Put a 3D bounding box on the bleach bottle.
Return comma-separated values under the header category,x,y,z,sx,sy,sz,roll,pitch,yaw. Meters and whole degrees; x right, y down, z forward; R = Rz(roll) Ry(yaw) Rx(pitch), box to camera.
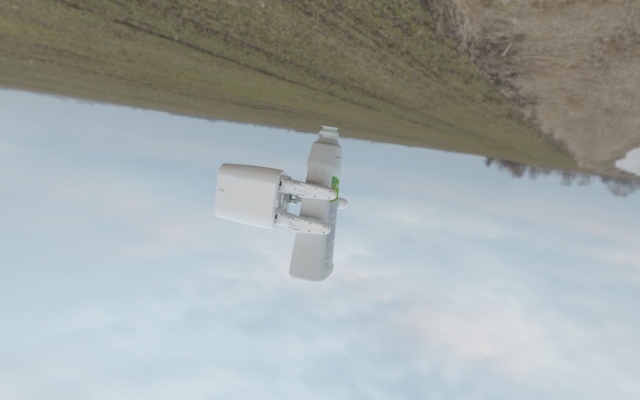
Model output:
category,x,y,z,sx,sy,sz,roll,pitch,yaw
bleach bottle,0.000,0.003,0.799,0.068,0.251,0.102,10,8,12
